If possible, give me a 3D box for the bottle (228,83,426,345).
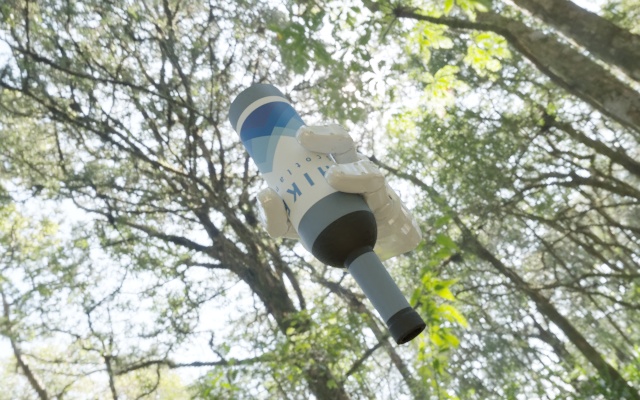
[{"bbox_3d":[0.000,0.001,0.446,0.069,0.069,0.295,0,44,-42],"label":"bottle"}]
